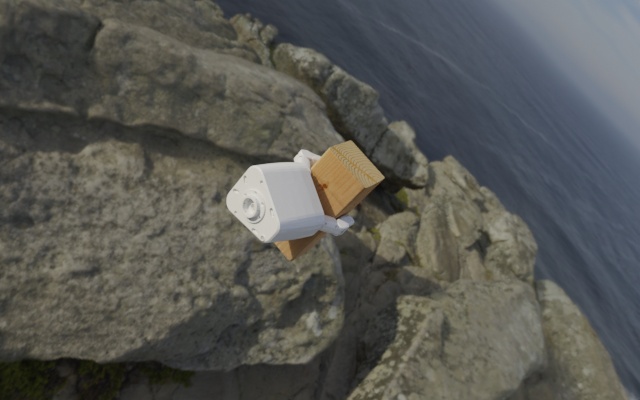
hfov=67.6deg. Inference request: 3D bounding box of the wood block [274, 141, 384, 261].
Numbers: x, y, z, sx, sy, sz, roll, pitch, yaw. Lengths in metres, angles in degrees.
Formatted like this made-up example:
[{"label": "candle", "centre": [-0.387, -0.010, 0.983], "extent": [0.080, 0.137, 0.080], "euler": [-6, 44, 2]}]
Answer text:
[{"label": "wood block", "centre": [0.000, 0.003, 0.836], "extent": [0.206, 0.091, 0.090], "euler": [-46, -10, 30]}]
